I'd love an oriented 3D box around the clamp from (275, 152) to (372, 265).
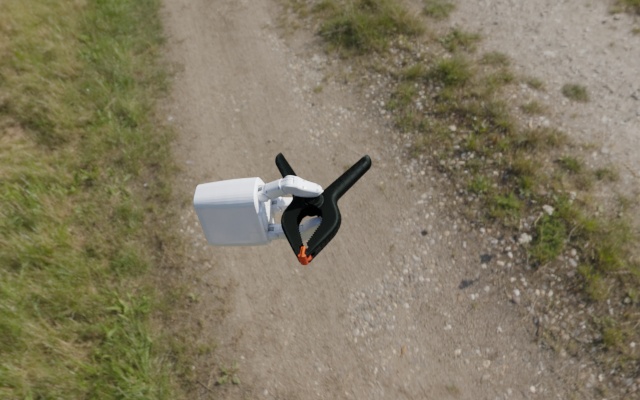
[{"bbox_3d":[0.000,0.002,0.756,0.164,0.209,0.036,-4,-35,9],"label":"clamp"}]
